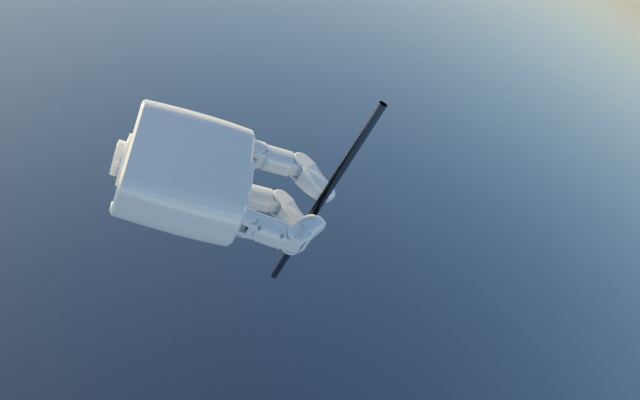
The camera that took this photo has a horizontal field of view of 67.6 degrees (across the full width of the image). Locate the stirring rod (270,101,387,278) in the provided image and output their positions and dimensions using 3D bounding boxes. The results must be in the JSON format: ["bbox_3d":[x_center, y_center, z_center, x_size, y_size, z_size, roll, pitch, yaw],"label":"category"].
[{"bbox_3d":[0.000,0.002,0.472,0.011,0.011,0.240,0,-44,-38],"label":"stirring rod"}]
